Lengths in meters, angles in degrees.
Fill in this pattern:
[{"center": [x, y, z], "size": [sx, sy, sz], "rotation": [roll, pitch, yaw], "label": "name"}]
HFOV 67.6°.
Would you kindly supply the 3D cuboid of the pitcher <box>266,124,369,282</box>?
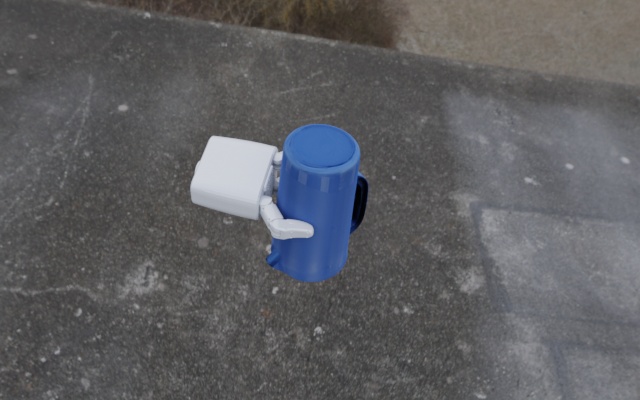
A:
[{"center": [0.000, 0.002, 0.746], "size": [0.145, 0.149, 0.243], "rotation": [13, -44, 5], "label": "pitcher"}]
